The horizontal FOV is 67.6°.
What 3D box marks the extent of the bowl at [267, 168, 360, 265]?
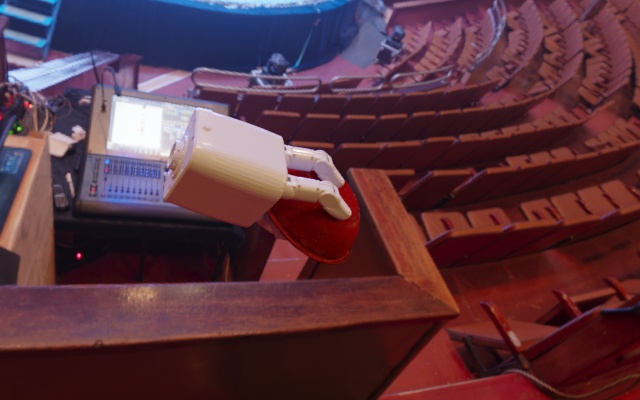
[{"bbox_3d":[0.001,0.002,0.629,0.055,0.162,0.162,-41,-22,27],"label":"bowl"}]
